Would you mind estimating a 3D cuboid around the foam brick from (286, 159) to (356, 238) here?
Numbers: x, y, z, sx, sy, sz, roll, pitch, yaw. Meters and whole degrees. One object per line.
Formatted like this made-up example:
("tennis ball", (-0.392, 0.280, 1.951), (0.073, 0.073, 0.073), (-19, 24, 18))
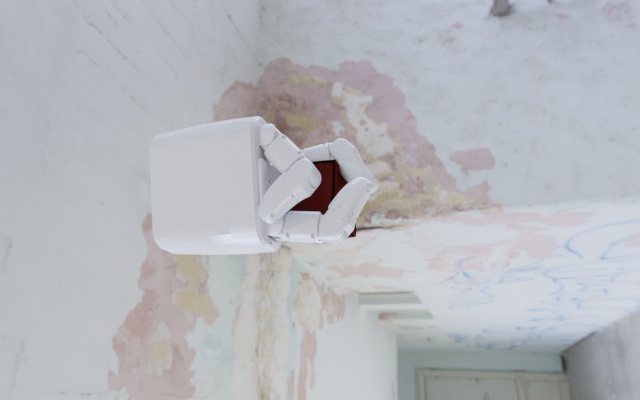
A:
("foam brick", (0.000, 0.002, 0.451), (0.051, 0.053, 0.078), (-6, -22, 17))
